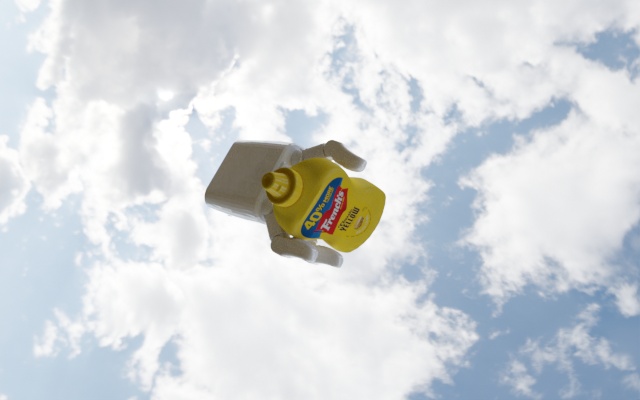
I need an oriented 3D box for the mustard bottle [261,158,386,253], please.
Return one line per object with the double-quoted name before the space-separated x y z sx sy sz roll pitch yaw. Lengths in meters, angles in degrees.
"mustard bottle" 0.000 0.002 0.554 0.058 0.096 0.192 40 10 37
